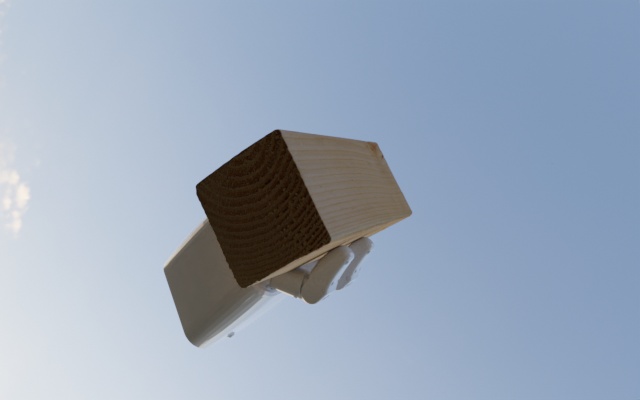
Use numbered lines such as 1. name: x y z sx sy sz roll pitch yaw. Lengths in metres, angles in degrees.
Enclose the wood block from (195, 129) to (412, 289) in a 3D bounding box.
1. wood block: 0.000 0.001 0.435 0.090 0.091 0.206 -30 -9 24
